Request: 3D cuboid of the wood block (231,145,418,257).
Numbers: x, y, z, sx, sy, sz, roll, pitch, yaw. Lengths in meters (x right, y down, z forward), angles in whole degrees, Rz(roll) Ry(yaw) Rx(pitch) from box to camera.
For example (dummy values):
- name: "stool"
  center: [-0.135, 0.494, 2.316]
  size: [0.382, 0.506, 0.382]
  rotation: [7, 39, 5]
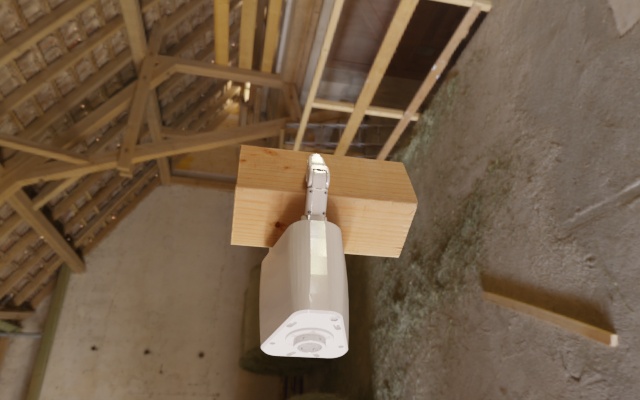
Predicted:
- name: "wood block"
  center: [0.000, 0.002, 0.585]
  size: [0.206, 0.091, 0.090]
  rotation: [6, 36, -9]
